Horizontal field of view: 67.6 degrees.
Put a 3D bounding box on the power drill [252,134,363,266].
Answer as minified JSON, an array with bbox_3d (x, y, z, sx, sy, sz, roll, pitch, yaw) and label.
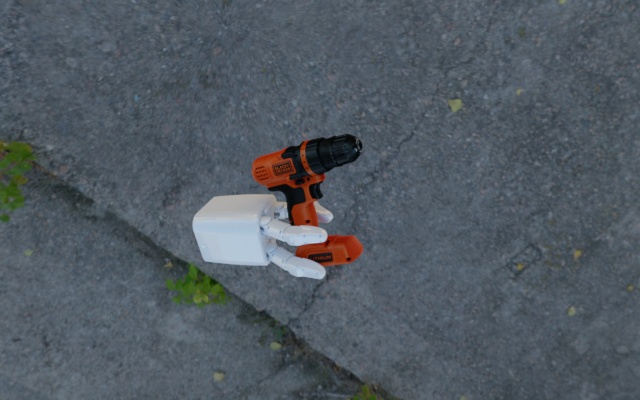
[{"bbox_3d":[0.000,0.003,0.710,0.184,0.188,0.057,-11,14,34],"label":"power drill"}]
